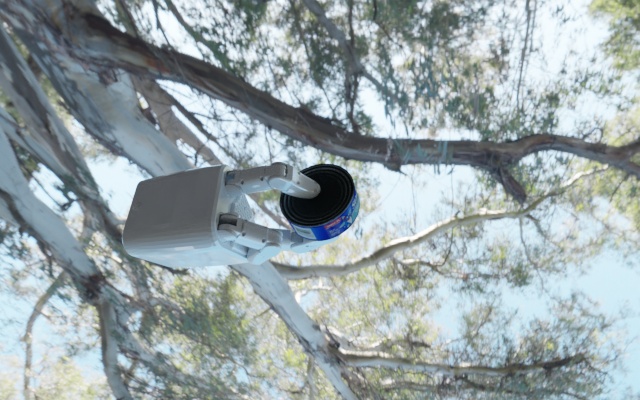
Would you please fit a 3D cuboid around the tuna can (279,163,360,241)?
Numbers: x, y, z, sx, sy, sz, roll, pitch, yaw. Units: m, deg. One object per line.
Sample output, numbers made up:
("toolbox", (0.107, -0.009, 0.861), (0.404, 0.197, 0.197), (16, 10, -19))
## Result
("tuna can", (0.000, 0.002, 0.531), (0.086, 0.086, 0.034), (0, -36, 22))
